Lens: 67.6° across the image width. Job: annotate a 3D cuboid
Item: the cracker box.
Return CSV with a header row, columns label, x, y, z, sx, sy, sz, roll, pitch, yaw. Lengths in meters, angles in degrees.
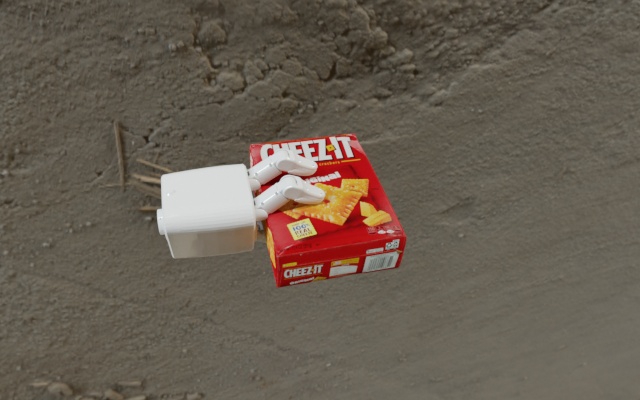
label,x,y,z,sx,sy,sz,roll,pitch,yaw
cracker box,0.000,0.002,0.646,0.164,0.072,0.213,-7,46,-13
